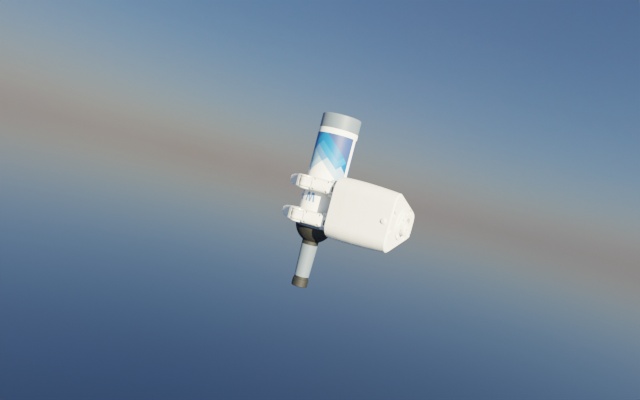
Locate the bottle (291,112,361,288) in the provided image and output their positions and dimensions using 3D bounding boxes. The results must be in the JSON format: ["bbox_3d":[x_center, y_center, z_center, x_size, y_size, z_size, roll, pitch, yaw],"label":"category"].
[{"bbox_3d":[0.000,0.002,0.809,0.069,0.296,0.069,14,2,0],"label":"bottle"}]
